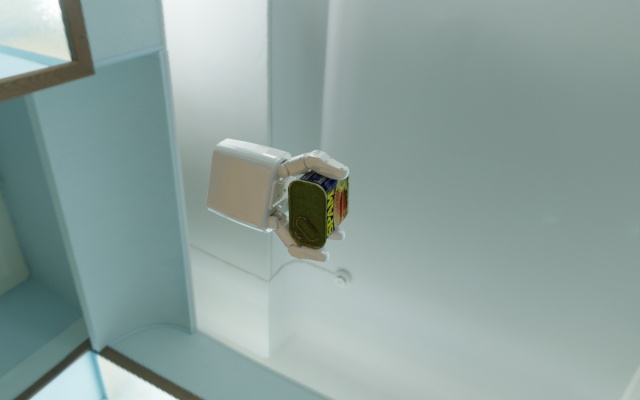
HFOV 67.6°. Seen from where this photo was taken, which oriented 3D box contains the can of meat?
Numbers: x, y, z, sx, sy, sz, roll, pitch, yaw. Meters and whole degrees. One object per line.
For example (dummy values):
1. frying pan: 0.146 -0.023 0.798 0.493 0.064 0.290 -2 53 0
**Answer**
1. can of meat: 0.000 0.002 0.669 0.057 0.102 0.084 14 33 23
